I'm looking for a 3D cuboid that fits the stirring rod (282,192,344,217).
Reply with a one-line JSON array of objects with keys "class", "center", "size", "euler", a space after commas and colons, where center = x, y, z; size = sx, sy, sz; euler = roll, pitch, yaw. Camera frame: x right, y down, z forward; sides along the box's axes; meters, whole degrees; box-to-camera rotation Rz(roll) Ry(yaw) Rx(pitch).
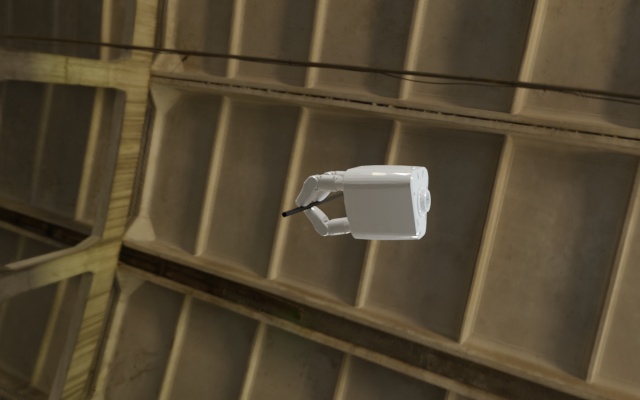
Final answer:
[{"class": "stirring rod", "center": [0.000, 0.003, 0.812], "size": [0.011, 0.011, 0.239], "euler": [0, 9, 27]}]
